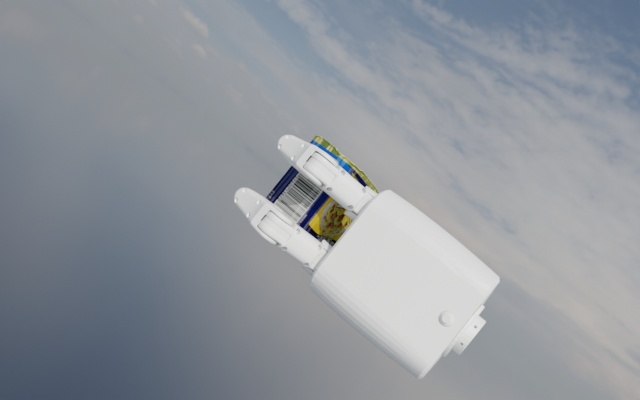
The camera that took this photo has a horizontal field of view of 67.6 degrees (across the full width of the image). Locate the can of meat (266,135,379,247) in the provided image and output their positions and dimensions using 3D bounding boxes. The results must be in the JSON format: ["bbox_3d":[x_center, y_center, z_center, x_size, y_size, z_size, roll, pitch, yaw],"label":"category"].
[{"bbox_3d":[0.000,0.001,0.424,0.057,0.084,0.102,39,0,26],"label":"can of meat"}]
